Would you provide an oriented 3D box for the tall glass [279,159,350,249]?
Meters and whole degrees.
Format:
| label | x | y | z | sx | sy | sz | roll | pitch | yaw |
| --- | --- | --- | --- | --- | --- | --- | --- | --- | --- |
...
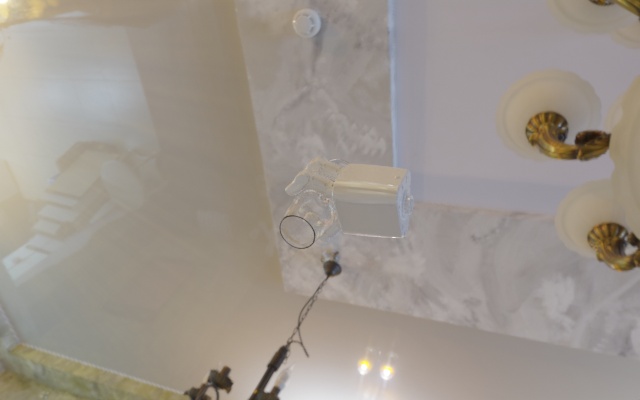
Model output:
| label | x | y | z | sx | sy | sz | roll | pitch | yaw |
| --- | --- | --- | --- | --- | --- | --- | --- | --- | --- |
| tall glass | 0.000 | 0.002 | 0.821 | 0.079 | 0.079 | 0.201 | 0 | 28 | 25 |
